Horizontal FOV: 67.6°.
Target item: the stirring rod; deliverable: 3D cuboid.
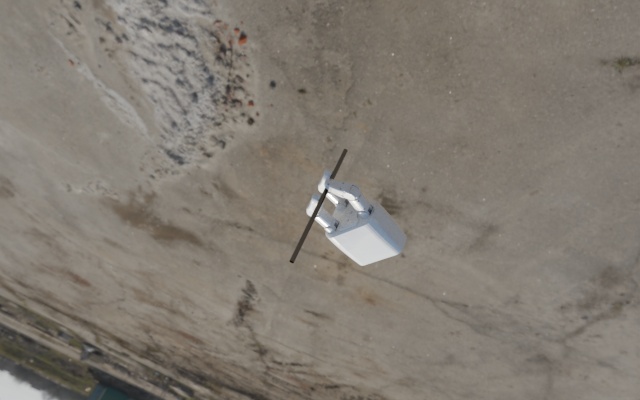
[{"bbox_3d":[0.000,0.003,0.812,0.011,0.239,0.011,19,-30,12],"label":"stirring rod"}]
